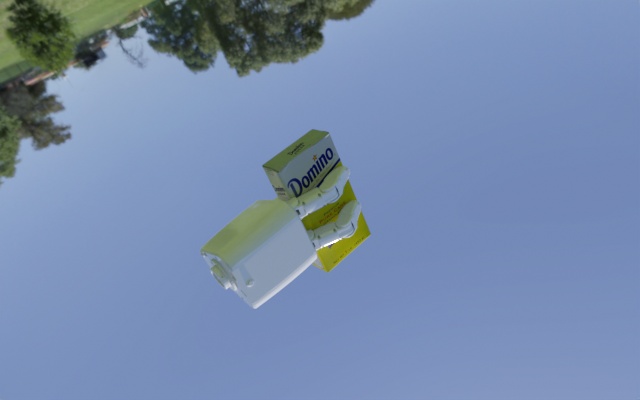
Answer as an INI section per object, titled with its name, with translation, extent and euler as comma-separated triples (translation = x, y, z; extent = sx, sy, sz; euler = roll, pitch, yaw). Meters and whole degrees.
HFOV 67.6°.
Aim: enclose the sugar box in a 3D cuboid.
[sugar box]
translation = 0.000, 0.002, 0.652
extent = 0.093, 0.176, 0.048
euler = -40, 35, -23
